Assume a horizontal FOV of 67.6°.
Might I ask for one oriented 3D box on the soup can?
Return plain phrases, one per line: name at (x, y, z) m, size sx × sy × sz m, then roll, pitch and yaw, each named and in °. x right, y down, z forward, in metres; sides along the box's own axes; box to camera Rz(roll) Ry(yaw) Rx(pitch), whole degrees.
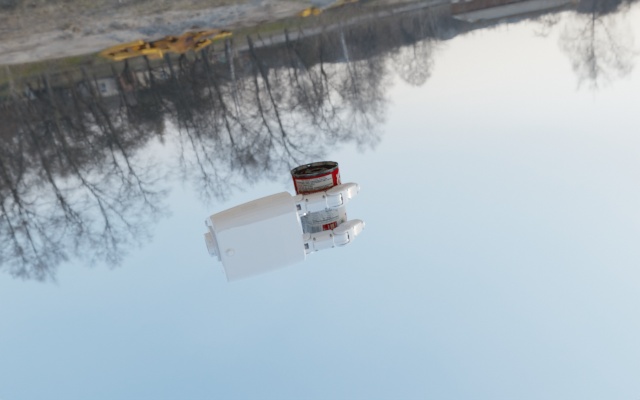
soup can at (0.001, 0.002, 0.672) m, size 0.068 × 0.102 × 0.068 m, roll -10°, pitch 17°, yaw 3°
